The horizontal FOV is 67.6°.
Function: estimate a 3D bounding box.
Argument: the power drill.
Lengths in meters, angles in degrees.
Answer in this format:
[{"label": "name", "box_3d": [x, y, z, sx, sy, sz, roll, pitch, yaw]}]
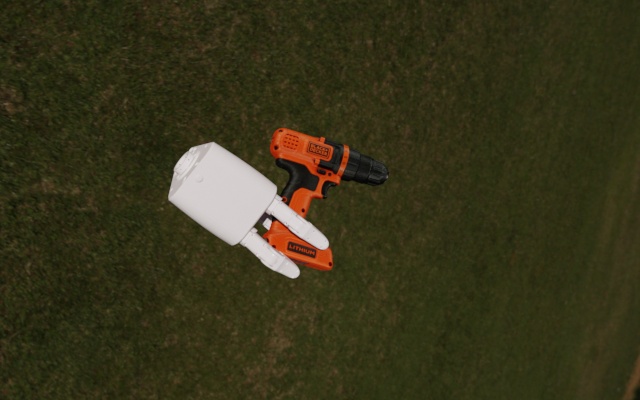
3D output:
[{"label": "power drill", "box_3d": [0.000, 0.003, 0.695, 0.184, 0.187, 0.057, 16, -15, -11]}]
